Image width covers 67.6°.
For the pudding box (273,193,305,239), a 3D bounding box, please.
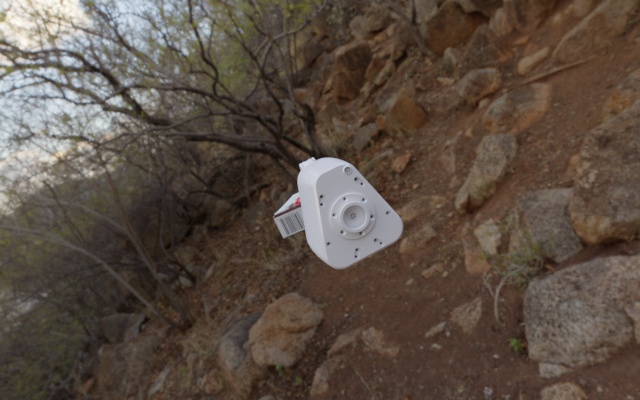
[{"bbox_3d":[0.000,0.002,0.660,0.113,0.039,0.090,-22,12,22],"label":"pudding box"}]
